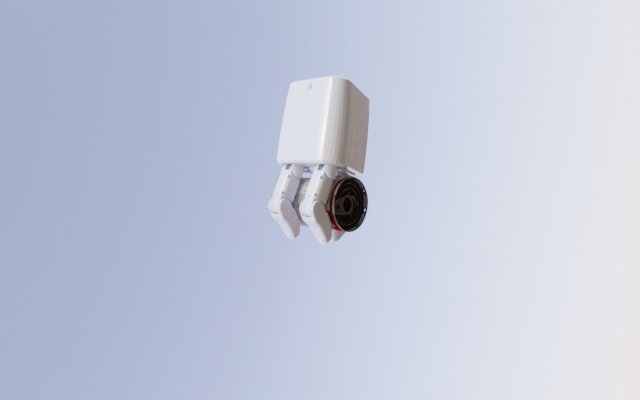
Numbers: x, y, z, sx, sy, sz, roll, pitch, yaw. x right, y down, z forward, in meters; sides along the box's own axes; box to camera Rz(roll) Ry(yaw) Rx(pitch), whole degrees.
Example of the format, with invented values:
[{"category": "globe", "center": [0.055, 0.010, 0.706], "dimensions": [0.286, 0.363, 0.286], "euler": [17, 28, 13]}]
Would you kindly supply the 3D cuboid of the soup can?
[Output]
[{"category": "soup can", "center": [0.000, 0.003, 0.614], "dimensions": [0.102, 0.068, 0.068], "euler": [4, 3, 41]}]
